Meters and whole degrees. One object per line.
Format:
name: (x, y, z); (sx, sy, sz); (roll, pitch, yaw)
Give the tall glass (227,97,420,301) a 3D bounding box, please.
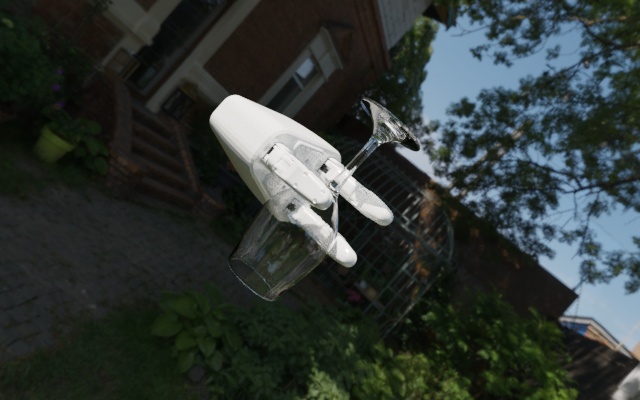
tall glass: (0.001, 0.001, 0.455); (0.079, 0.201, 0.079); (42, 1, 0)
